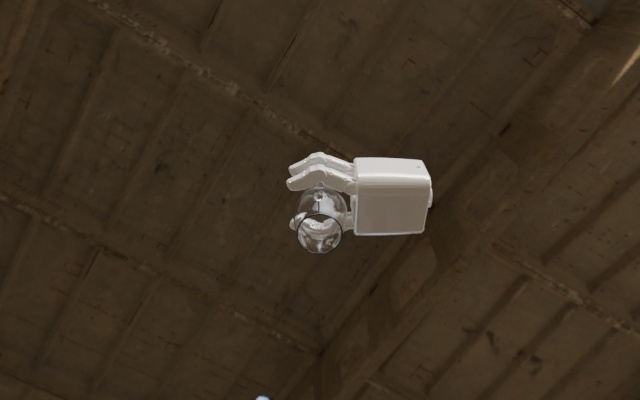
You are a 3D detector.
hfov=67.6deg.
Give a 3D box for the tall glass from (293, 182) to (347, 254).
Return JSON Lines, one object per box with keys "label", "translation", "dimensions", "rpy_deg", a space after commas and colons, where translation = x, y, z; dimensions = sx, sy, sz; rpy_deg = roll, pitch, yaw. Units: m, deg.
{"label": "tall glass", "translation": [0.000, 0.002, 0.720], "dimensions": [0.079, 0.079, 0.201], "rpy_deg": [0, 26, 1]}
